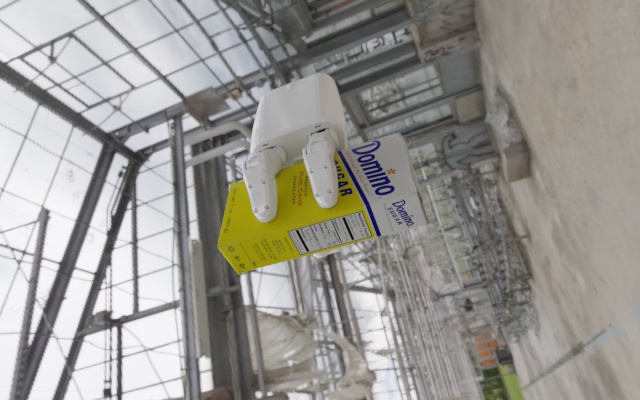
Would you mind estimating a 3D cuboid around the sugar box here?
[{"bbox_3d":[0.000,0.001,0.432,0.176,0.048,0.093,-19,38,13],"label":"sugar box"}]
